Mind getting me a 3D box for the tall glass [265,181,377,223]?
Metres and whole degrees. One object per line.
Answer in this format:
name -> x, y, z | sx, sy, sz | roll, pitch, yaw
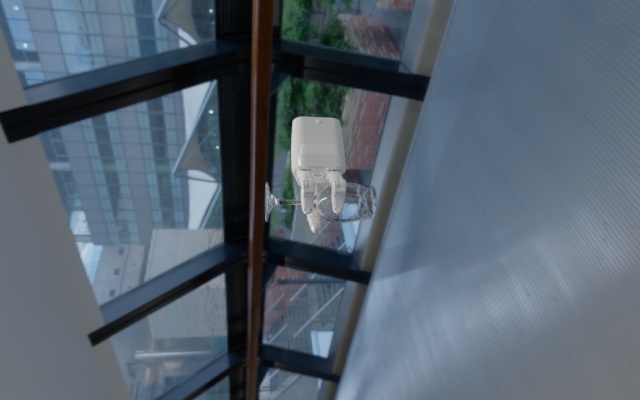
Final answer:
tall glass -> -0.001, 0.003, 0.882 | 0.201, 0.079, 0.079 | 1, 0, -10
